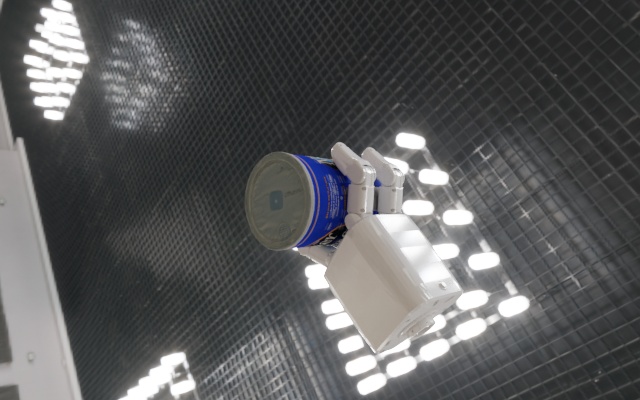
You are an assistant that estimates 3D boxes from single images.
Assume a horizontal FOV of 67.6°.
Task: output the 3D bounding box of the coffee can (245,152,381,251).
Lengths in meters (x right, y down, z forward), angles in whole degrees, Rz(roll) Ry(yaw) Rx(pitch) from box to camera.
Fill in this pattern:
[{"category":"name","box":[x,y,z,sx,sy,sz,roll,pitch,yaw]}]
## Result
[{"category":"coffee can","box":[0.000,0.002,0.546,0.103,0.103,0.140,0,-1,43]}]
